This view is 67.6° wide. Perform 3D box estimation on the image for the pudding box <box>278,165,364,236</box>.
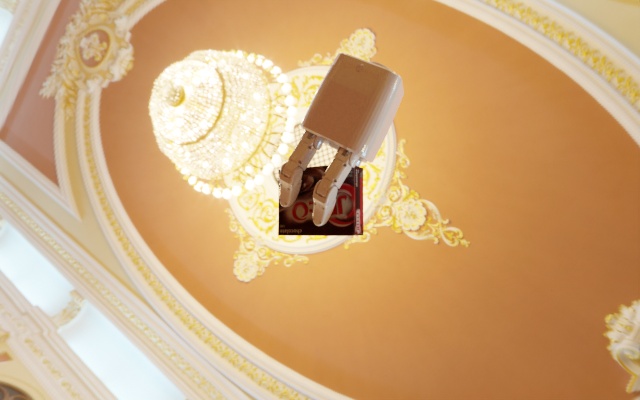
[{"bbox_3d":[0.000,0.002,0.624,0.113,0.090,0.039,-3,-6,28],"label":"pudding box"}]
